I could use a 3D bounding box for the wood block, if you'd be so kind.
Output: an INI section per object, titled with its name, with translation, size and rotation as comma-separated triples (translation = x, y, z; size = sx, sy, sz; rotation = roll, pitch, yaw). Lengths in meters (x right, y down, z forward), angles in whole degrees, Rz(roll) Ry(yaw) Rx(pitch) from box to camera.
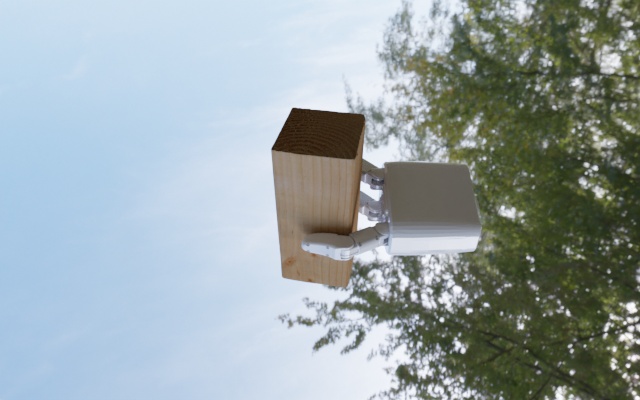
[wood block]
translation = 0.000, 0.002, 0.584
size = 0.090, 0.206, 0.090
rotation = 7, 42, 9
